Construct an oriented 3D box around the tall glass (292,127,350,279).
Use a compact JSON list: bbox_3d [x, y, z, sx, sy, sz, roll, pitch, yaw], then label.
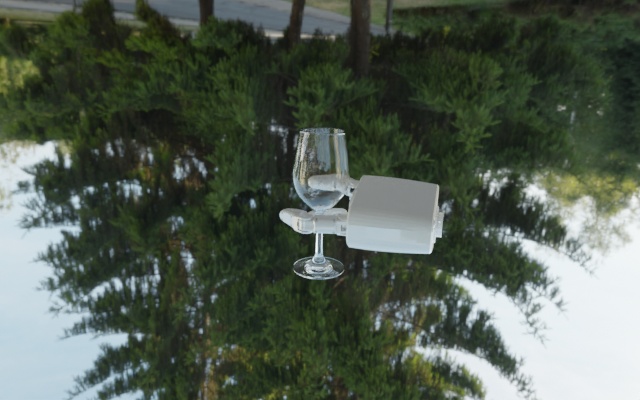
[{"bbox_3d":[0.000,0.003,0.661,0.079,0.201,0.079,1,17,0],"label":"tall glass"}]
